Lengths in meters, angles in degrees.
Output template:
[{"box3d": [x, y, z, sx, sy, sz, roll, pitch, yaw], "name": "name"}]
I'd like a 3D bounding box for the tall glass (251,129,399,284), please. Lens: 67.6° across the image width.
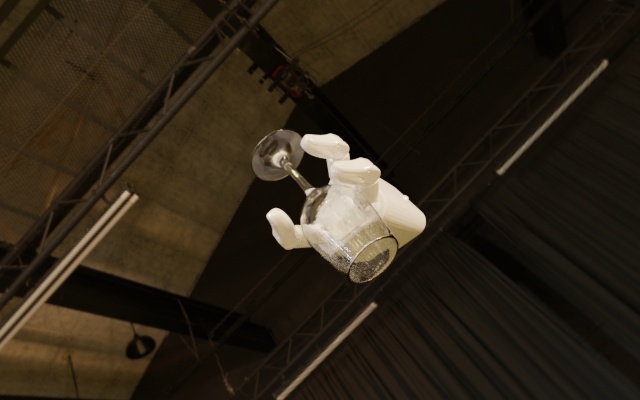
[{"box3d": [0.000, 0.001, 0.528, 0.079, 0.079, 0.201, 0, 35, -40], "name": "tall glass"}]
